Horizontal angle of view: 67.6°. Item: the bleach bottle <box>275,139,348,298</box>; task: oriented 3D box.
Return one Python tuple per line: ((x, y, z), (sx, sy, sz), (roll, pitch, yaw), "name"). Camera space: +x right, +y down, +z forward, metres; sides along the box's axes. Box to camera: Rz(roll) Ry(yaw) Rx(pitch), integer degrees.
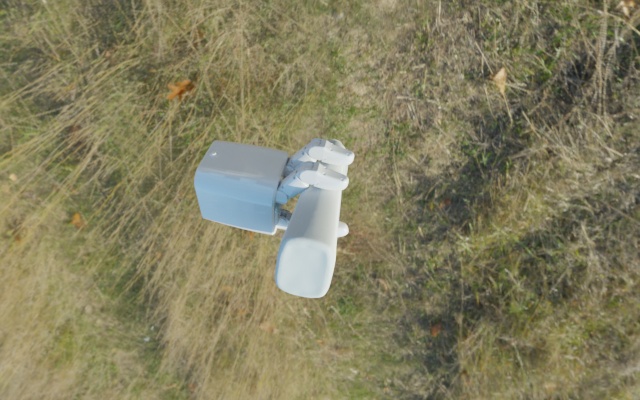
((0.000, 0.002, 0.645), (0.068, 0.103, 0.250), (12, 40, 2), "bleach bottle")
